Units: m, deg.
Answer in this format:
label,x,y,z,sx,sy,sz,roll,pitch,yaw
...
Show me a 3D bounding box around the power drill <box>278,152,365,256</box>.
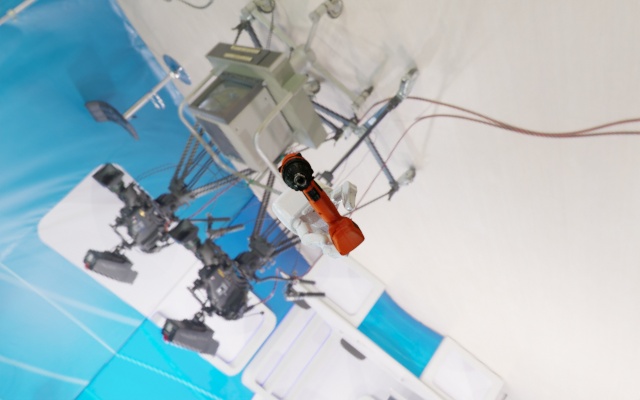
label,x,y,z,sx,sy,sz,roll,pitch,yaw
power drill,0.000,0.003,0.816,0.057,0.188,0.184,-35,14,3
